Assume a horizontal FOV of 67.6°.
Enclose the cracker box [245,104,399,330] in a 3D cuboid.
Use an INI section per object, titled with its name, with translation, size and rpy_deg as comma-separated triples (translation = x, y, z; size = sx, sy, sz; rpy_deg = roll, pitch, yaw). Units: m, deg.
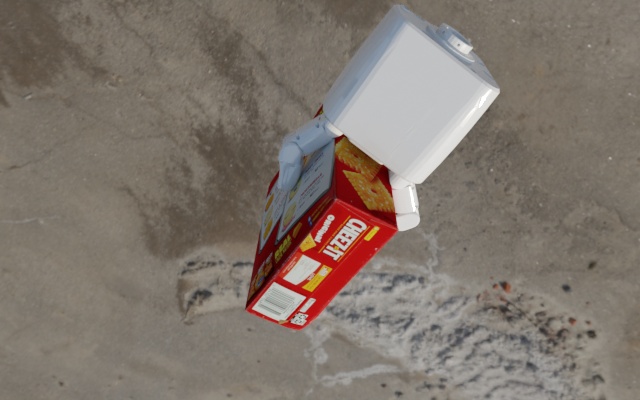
[cracker box]
translation = 0.000, 0.002, 0.502
size = 0.072, 0.164, 0.213
rpy_deg = 27, 33, -17
